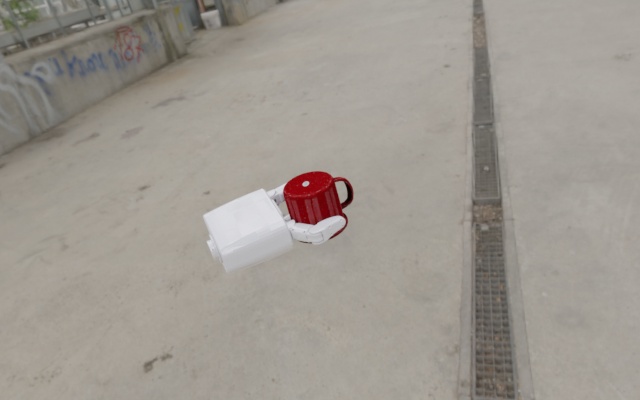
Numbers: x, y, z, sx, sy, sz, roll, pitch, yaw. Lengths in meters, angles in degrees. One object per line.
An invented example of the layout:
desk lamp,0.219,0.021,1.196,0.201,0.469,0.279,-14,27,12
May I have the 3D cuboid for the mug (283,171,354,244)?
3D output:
mug,0.001,0.002,0.748,0.117,0.081,0.093,-24,30,-16
